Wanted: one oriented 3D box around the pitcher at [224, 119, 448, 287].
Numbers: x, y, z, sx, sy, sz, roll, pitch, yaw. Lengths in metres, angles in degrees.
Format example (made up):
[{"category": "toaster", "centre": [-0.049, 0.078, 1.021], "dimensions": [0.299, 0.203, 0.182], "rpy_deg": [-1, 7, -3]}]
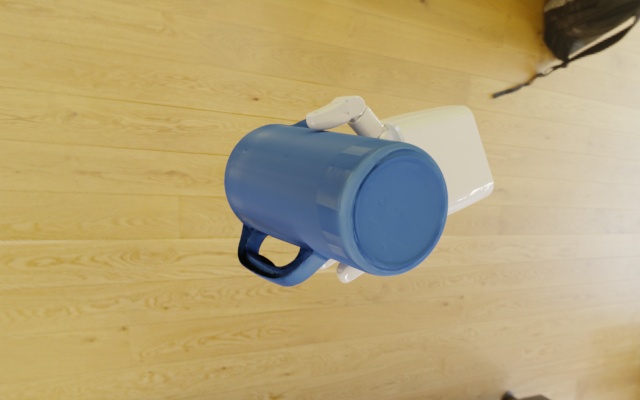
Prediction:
[{"category": "pitcher", "centre": [0.000, 0.001, 0.470], "dimensions": [0.145, 0.149, 0.243], "rpy_deg": [-18, 17, -25]}]
